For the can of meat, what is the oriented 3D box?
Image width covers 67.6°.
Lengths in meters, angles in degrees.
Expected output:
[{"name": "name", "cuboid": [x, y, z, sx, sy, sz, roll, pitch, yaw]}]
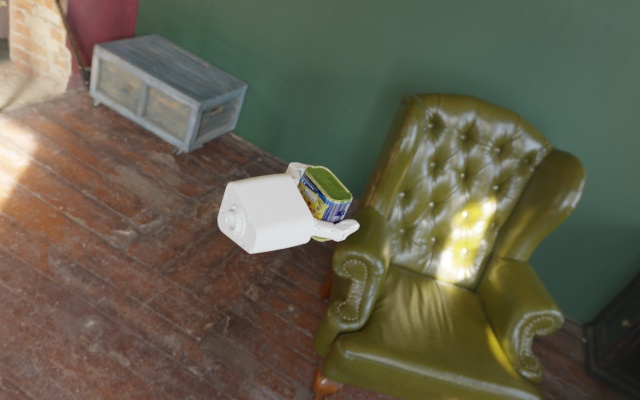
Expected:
[{"name": "can of meat", "cuboid": [0.000, 0.002, 0.803, 0.057, 0.084, 0.102, -7, 43, -38]}]
